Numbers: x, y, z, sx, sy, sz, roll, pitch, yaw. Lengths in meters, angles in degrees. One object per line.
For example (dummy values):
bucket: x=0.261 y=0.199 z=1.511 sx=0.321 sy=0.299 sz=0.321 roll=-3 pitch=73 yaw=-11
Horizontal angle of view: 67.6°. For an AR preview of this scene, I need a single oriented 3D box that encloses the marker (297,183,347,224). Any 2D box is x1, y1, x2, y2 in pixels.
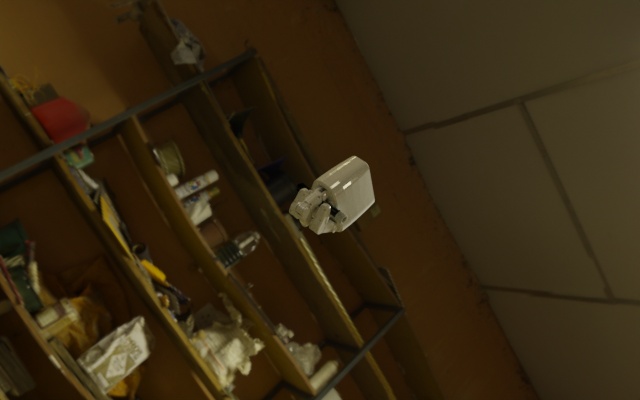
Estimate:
marker: x=0.000 y=0.003 z=0.896 sx=0.121 sy=0.020 sz=0.020 roll=37 pitch=19 yaw=27
